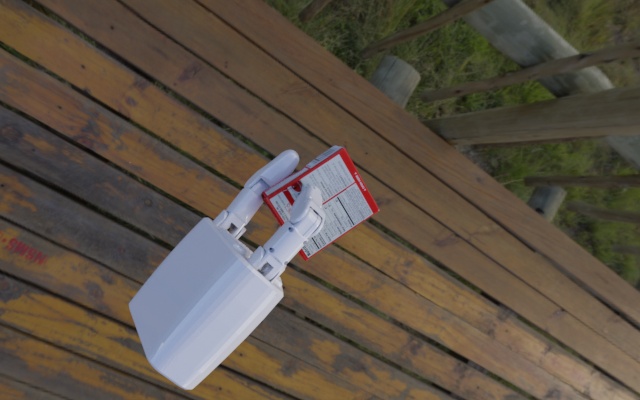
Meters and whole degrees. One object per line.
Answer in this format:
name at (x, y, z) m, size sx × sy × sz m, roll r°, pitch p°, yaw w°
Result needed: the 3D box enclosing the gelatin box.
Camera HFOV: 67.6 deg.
gelatin box at (0.000, 0.001, 0.453) m, size 0.089 × 0.073 × 0.030 m, roll -34°, pitch 18°, yaw -6°
